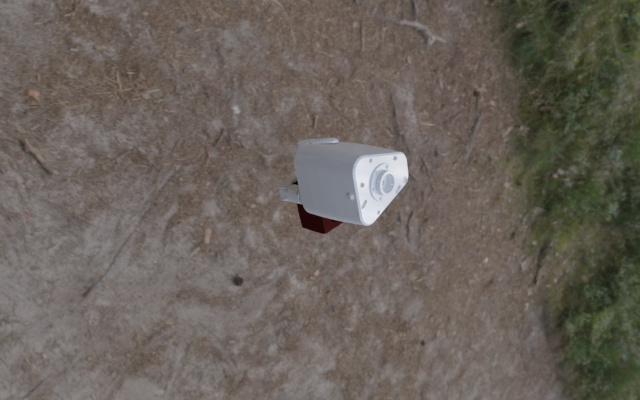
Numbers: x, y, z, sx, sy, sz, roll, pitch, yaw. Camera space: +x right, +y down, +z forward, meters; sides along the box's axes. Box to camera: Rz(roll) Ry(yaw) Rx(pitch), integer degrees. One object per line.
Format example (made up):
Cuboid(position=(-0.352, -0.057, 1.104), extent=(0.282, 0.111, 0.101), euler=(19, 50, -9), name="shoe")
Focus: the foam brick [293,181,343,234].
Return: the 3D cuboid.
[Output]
Cuboid(position=(0.000, 0.003, 0.715), extent=(0.051, 0.078, 0.053), euler=(13, 34, 43), name="foam brick")
